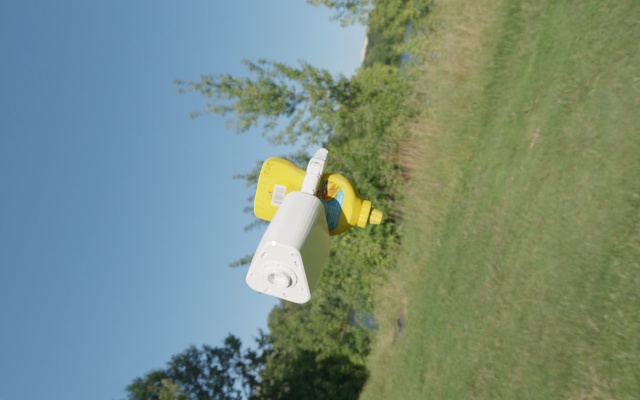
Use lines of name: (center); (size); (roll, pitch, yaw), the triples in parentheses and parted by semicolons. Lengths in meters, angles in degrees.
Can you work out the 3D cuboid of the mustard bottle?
mustard bottle: (0.000, 0.002, 0.727); (0.191, 0.096, 0.058); (15, 16, 6)
